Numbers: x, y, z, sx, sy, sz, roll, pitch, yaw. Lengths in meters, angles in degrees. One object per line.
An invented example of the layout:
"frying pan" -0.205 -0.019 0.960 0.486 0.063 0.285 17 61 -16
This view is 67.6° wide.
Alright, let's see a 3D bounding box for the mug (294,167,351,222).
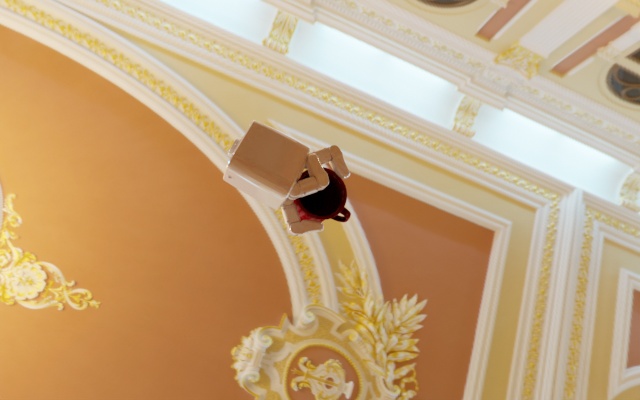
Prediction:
"mug" 0.001 0.003 0.842 0.117 0.093 0.081 30 -21 -8
